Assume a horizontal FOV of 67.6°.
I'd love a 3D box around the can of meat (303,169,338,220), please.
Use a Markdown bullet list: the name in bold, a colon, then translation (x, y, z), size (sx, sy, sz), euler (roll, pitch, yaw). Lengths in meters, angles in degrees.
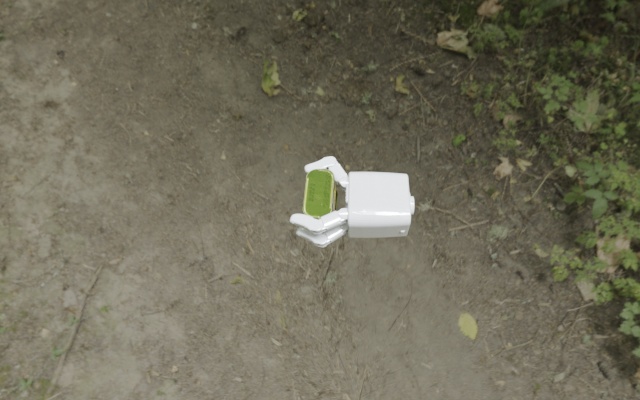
- **can of meat**: translation (0.000, 0.003, 0.873), size (0.057, 0.102, 0.084), euler (3, -22, 5)
